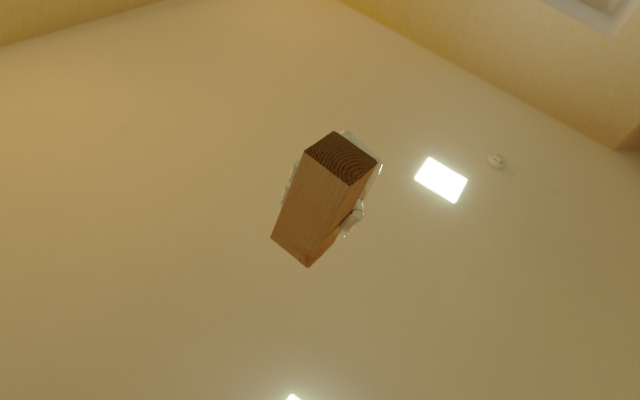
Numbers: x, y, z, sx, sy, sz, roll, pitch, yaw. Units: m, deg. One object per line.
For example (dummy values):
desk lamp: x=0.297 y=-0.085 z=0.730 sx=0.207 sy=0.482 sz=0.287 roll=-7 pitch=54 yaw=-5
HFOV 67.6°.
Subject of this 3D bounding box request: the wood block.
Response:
wood block: x=0.001 y=0.003 z=0.786 sx=0.091 sy=0.206 sz=0.090 roll=37 pitch=44 yaw=13
